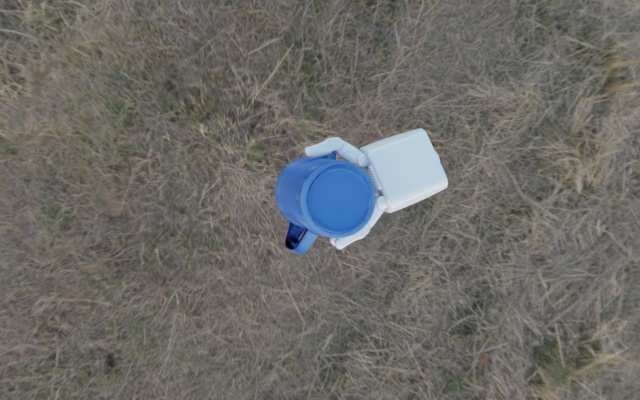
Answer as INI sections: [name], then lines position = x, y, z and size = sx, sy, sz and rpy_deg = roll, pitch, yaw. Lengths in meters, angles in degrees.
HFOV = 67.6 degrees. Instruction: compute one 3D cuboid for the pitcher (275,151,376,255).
[pitcher]
position = 0.000, 0.002, 0.764
size = 0.145, 0.149, 0.243
rpy_deg = -20, 7, -8
